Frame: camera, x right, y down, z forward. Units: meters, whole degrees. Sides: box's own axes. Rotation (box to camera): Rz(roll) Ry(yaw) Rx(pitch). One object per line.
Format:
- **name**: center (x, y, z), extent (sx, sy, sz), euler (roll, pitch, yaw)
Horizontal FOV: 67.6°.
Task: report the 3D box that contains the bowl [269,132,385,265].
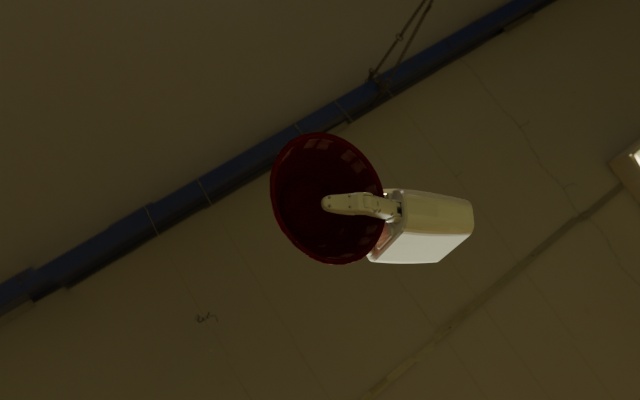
- **bowl**: center (-0.001, 0.002, 0.579), extent (0.162, 0.162, 0.055), euler (0, -15, -33)
